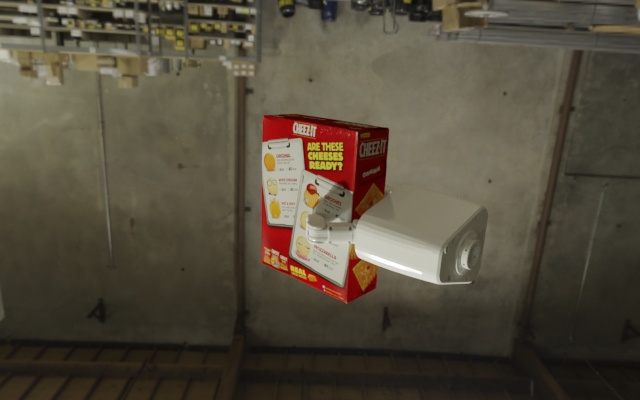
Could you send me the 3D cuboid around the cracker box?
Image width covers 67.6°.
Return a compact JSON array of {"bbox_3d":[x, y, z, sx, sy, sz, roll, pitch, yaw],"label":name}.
[{"bbox_3d":[0.000,0.002,0.626,0.164,0.214,0.072,17,22,40],"label":"cracker box"}]
